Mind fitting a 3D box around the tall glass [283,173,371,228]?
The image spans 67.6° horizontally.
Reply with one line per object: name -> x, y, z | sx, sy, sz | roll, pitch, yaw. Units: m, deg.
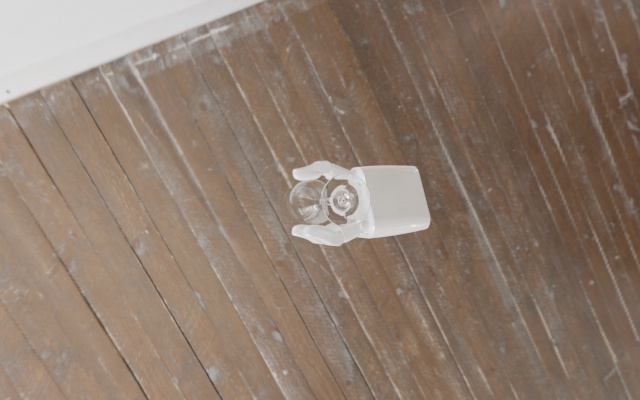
tall glass -> 0.000, 0.002, 0.738 | 0.079, 0.079, 0.201 | 0, -1, -21
